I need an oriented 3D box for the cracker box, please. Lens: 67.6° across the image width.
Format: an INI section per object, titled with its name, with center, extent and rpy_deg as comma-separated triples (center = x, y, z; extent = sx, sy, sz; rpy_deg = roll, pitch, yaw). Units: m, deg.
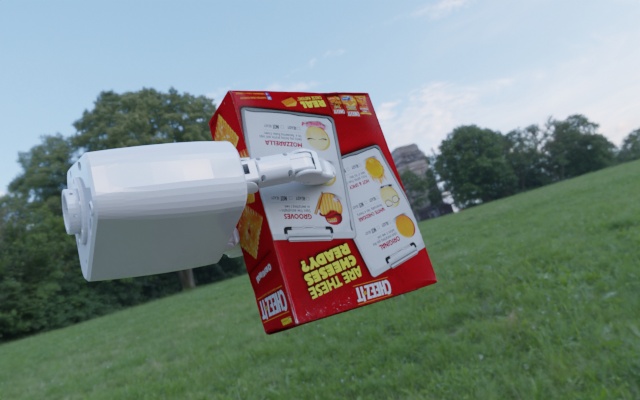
[cracker box]
center = 0.000, 0.001, 0.464
extent = 0.164, 0.213, 0.072
rpy_deg = -8, -17, -34
